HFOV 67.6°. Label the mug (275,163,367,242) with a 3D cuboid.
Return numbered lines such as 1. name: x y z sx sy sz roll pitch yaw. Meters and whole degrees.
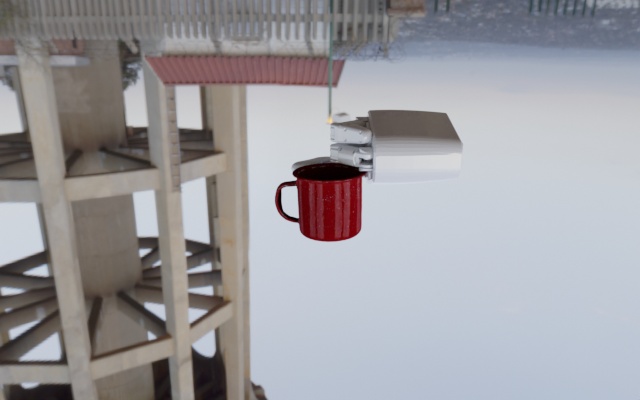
1. mug: -0.001 0.002 0.609 0.117 0.081 0.093 -1 18 1
